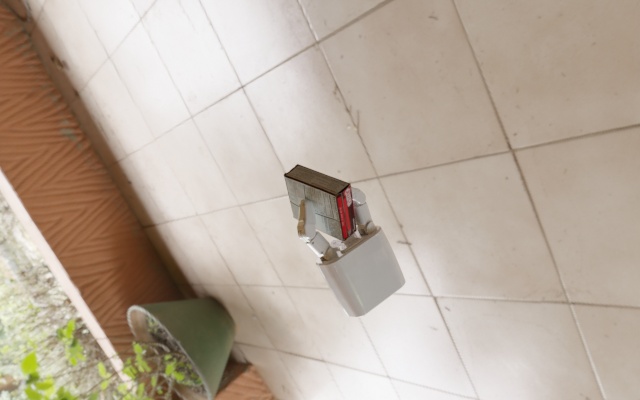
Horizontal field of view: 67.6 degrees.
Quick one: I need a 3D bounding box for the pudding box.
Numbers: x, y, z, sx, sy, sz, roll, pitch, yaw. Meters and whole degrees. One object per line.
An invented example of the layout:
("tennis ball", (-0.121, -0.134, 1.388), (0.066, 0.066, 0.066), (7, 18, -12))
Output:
("pudding box", (0.000, 0.003, 0.736), (0.113, 0.090, 0.039), (21, 45, 36))
